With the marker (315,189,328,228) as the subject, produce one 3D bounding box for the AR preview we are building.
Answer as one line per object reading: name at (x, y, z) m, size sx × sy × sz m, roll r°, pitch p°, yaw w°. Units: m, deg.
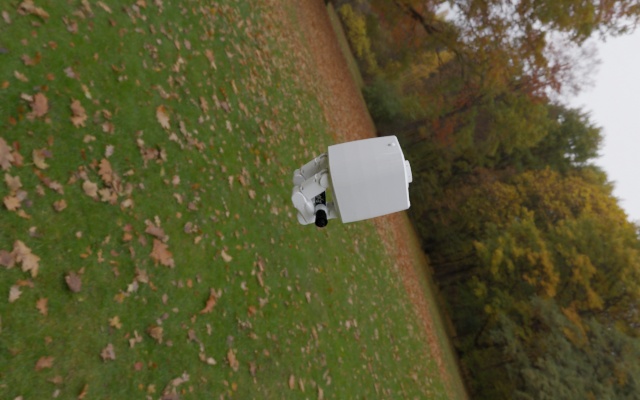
marker at (0.000, 0.002, 0.724) m, size 0.020 × 0.020 × 0.121 m, roll 0°, pitch 31°, yaw -1°
